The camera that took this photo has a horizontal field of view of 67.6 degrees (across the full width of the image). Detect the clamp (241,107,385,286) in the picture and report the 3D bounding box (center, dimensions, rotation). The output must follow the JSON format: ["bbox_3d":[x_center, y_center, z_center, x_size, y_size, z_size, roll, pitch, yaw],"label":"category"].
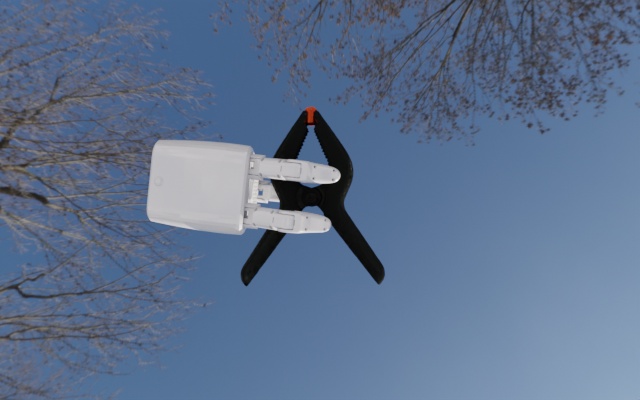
[{"bbox_3d":[0.000,0.001,0.547,0.164,0.210,0.036,6,2,-2],"label":"clamp"}]
